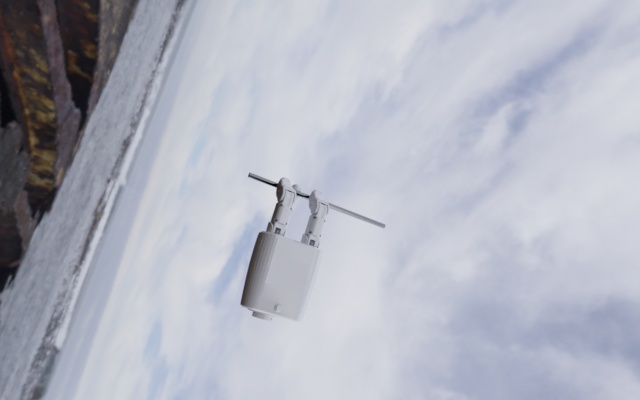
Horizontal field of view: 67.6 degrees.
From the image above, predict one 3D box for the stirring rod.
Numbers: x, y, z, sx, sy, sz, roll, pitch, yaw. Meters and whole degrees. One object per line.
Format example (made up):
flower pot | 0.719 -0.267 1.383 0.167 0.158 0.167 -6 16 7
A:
stirring rod | 0.000 0.002 0.740 0.239 0.011 0.011 21 -8 -22
